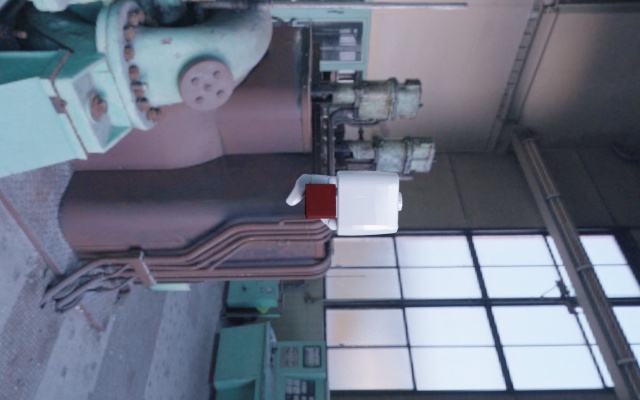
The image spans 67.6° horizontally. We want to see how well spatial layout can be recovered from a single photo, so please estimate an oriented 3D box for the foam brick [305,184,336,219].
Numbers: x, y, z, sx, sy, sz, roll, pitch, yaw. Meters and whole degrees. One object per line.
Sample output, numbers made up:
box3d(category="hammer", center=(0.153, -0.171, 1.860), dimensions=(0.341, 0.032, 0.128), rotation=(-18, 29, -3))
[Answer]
box3d(category="foam brick", center=(0.000, 0.003, 0.798), dimensions=(0.051, 0.053, 0.078), rotation=(1, -6, 0))
